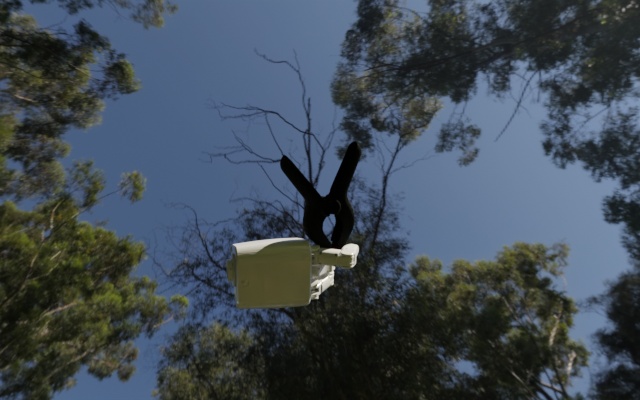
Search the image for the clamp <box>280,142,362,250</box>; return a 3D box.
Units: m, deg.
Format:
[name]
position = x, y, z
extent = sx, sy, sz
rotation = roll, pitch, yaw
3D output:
[clamp]
position = 0.000, 0.002, 0.685
extent = 0.120, 0.171, 0.039
rotation = -3, 13, -16
